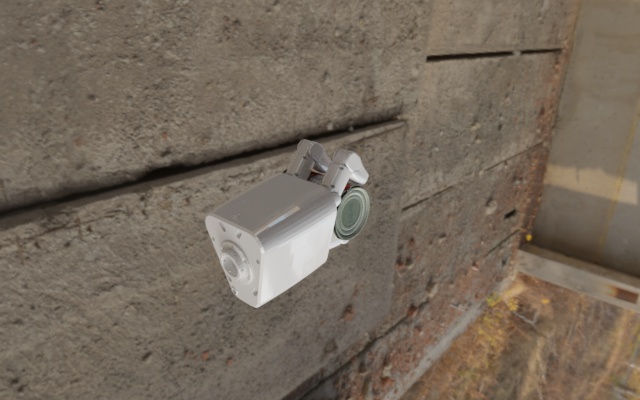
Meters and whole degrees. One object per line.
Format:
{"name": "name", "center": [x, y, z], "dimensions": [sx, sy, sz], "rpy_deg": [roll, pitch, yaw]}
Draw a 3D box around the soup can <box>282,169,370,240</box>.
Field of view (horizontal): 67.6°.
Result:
{"name": "soup can", "center": [0.001, 0.002, 0.581], "dimensions": [0.102, 0.068, 0.068], "rpy_deg": [20, 12, 38]}
